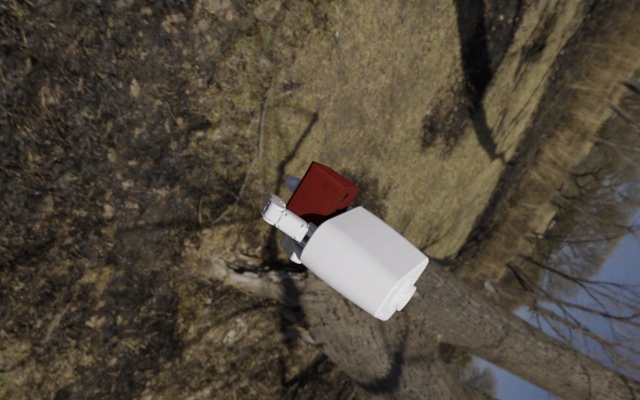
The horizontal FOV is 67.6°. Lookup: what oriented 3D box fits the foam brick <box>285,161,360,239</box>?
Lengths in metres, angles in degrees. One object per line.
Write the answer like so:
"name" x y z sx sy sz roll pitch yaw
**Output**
"foam brick" 0.000 0.002 0.566 0.051 0.078 0.053 36 12 22
